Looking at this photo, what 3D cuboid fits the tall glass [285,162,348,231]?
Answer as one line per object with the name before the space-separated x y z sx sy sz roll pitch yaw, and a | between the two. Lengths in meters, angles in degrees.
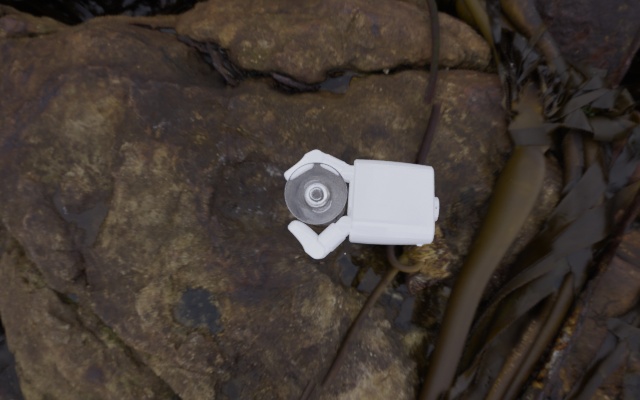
tall glass | 0.000 0.002 0.662 0.079 0.079 0.201 0 -6 3
